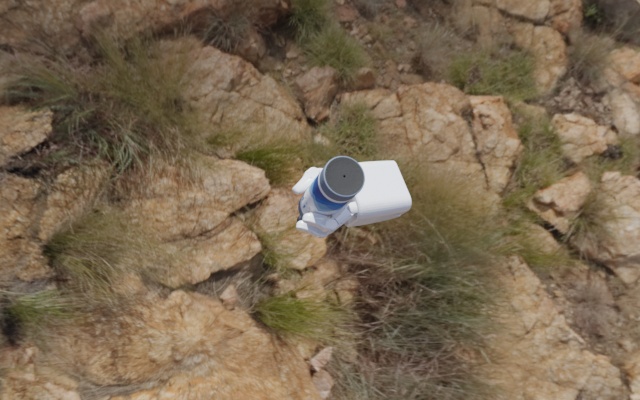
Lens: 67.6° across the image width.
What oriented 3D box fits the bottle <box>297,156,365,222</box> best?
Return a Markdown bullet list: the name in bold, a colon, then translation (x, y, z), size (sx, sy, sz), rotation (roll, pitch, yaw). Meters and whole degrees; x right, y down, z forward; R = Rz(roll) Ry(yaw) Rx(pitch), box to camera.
- **bottle**: translation (0.000, 0.003, 0.861), size (0.069, 0.069, 0.296), rotation (0, -16, -15)
